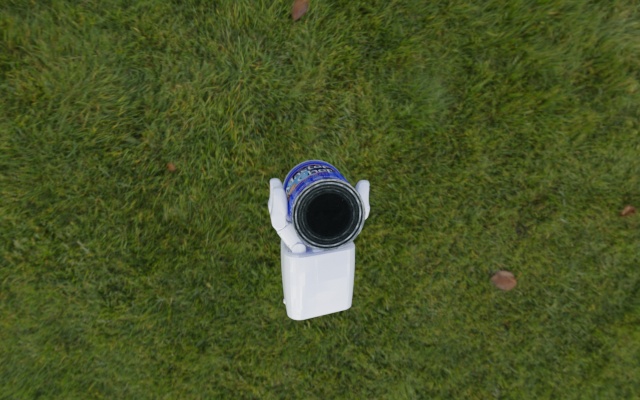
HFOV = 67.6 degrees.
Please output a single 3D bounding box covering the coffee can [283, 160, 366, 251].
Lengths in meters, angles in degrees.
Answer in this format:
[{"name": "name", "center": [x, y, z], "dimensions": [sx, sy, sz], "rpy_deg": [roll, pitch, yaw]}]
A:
[{"name": "coffee can", "center": [0.000, 0.002, 0.709], "dimensions": [0.103, 0.103, 0.140], "rpy_deg": [0, 15, -9]}]
